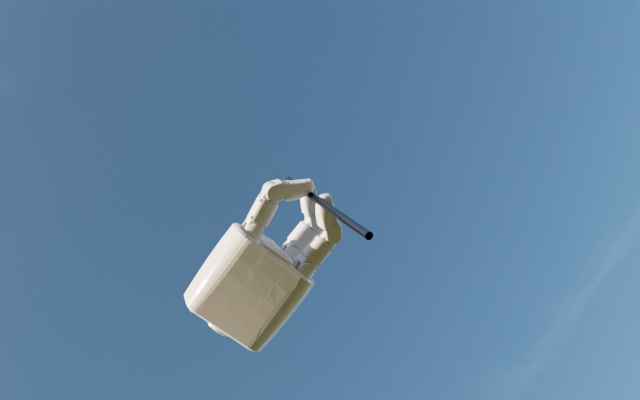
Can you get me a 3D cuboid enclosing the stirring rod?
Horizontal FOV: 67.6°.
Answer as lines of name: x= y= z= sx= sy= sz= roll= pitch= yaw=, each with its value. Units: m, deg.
stirring rod: x=0.000 y=0.002 z=0.530 sx=0.011 sy=0.011 sz=0.239 roll=0 pitch=14 yaw=-22
